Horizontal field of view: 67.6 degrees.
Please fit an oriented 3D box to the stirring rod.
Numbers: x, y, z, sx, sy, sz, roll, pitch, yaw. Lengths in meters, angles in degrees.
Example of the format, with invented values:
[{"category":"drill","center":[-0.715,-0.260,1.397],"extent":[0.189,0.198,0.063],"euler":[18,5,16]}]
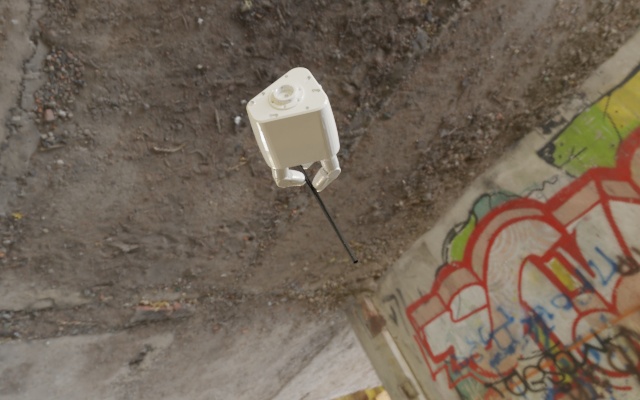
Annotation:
[{"category":"stirring rod","center":[0.000,0.002,0.764],"extent":[0.011,0.239,0.011],"euler":[-21,-33,-15]}]
